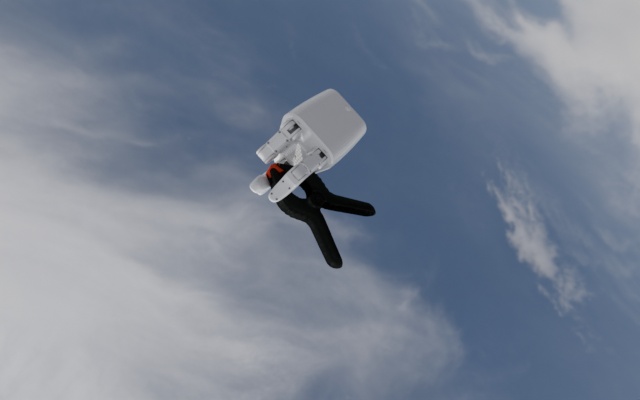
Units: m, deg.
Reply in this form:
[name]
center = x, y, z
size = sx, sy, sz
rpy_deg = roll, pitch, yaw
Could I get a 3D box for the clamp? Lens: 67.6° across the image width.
[clamp]
center = 0.000, 0.002, 0.690
size = 0.120, 0.171, 0.039
rpy_deg = -43, 2, -39
